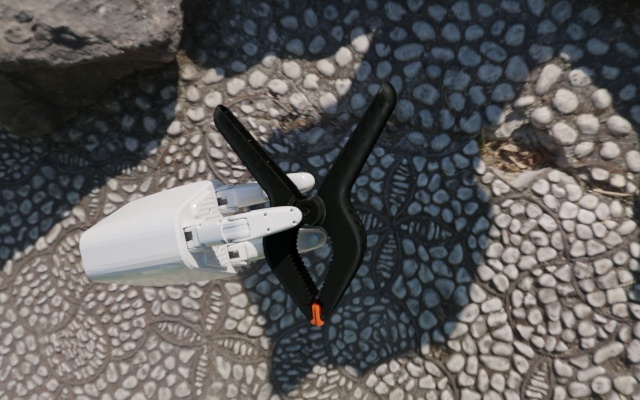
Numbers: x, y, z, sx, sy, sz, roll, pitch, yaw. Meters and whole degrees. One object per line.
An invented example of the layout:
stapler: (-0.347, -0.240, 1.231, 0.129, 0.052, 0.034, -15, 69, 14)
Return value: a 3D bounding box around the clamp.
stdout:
clamp: (0.000, 0.002, 0.416, 0.164, 0.210, 0.036, -11, 2, 17)
